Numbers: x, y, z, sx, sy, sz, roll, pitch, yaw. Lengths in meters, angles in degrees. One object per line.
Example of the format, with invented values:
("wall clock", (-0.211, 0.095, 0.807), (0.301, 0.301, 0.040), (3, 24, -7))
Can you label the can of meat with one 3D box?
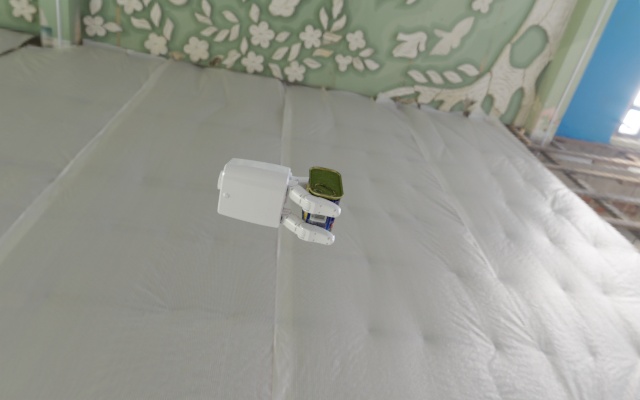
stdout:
("can of meat", (0.000, 0.003, 0.818), (0.057, 0.084, 0.102), (10, 29, -8))
